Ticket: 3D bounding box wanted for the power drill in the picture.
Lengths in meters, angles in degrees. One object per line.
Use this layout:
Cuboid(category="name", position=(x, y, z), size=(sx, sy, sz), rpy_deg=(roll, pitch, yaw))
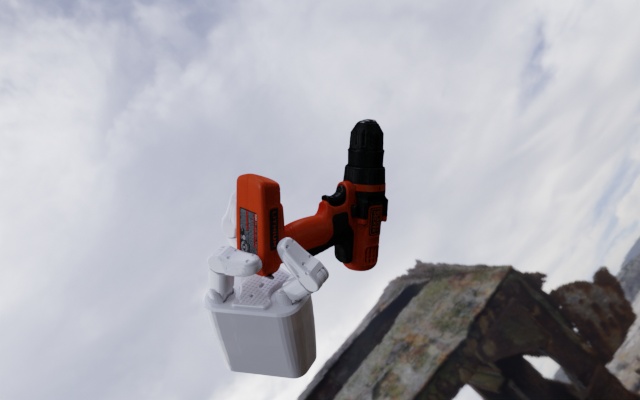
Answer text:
Cuboid(category="power drill", position=(0.000, 0.002, 0.533), size=(0.187, 0.184, 0.057), rpy_deg=(-7, 13, -37))
